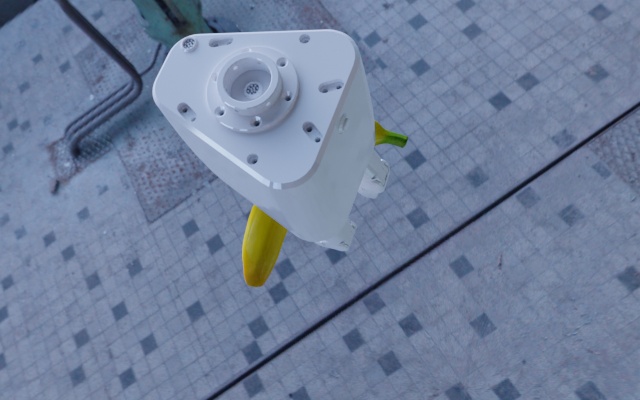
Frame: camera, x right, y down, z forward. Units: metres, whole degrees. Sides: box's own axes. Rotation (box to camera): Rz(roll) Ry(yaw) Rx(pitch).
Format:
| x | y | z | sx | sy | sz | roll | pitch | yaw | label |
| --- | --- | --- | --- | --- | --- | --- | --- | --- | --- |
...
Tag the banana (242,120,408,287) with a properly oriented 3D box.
| x | y | z | sx | sy | sz | roll | pitch | yaw | label |
| --- | --- | --- | --- | --- | --- | --- | --- | --- | --- |
| -0.011 | -0.014 | 0.424 | 0.198 | 0.069 | 0.037 | -44 | -10 | -8 | banana |
